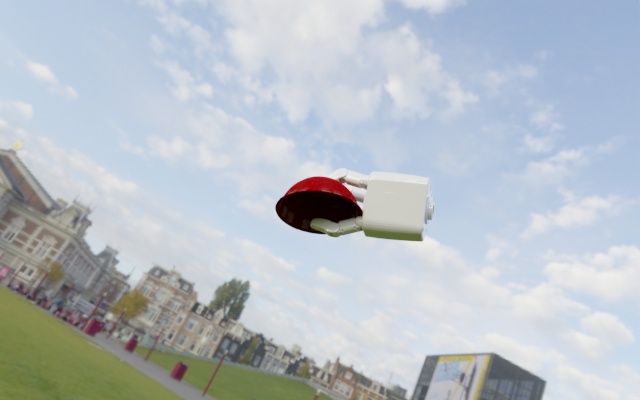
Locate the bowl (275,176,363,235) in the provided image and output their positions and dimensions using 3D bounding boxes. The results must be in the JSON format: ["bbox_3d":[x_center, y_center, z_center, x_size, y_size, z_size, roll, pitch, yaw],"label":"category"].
[{"bbox_3d":[-0.001,0.002,0.879,0.162,0.055,0.162,4,-31,3],"label":"bowl"}]
